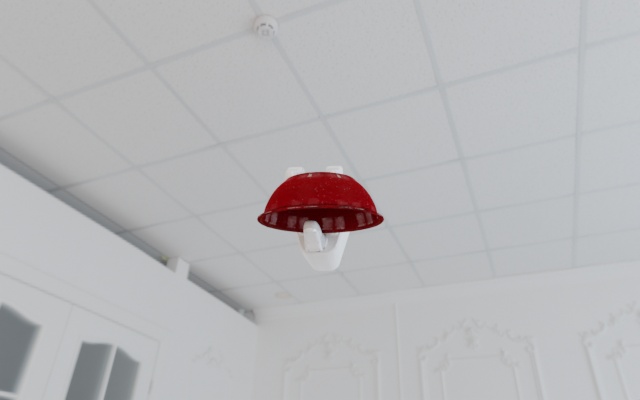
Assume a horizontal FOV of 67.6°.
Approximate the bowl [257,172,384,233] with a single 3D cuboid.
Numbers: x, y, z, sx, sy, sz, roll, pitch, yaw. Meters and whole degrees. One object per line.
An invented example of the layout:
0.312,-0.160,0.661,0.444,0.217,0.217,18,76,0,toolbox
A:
0.000,0.001,0.616,0.162,0.055,0.162,0,-14,0,bowl
